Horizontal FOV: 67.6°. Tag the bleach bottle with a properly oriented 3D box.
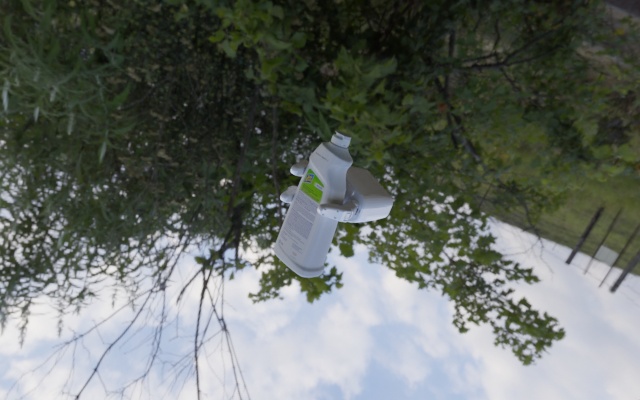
[{"bbox_3d":[0.000,0.003,0.834,0.102,0.251,0.068,35,22,34],"label":"bleach bottle"}]
